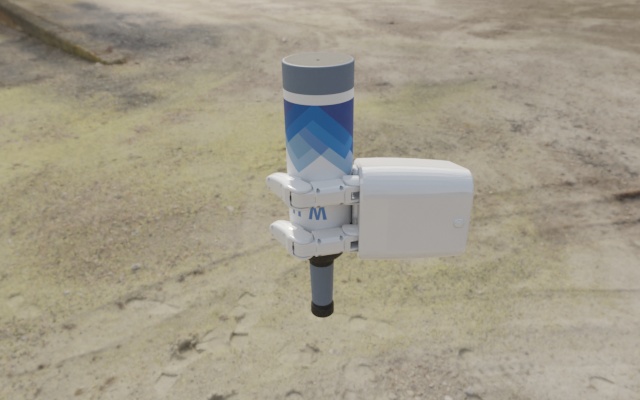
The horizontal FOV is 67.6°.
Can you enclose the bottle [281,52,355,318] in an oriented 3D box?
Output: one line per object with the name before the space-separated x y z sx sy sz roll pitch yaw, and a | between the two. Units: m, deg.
bottle | 0.000 0.001 0.502 0.069 0.296 0.069 -1 28 0
